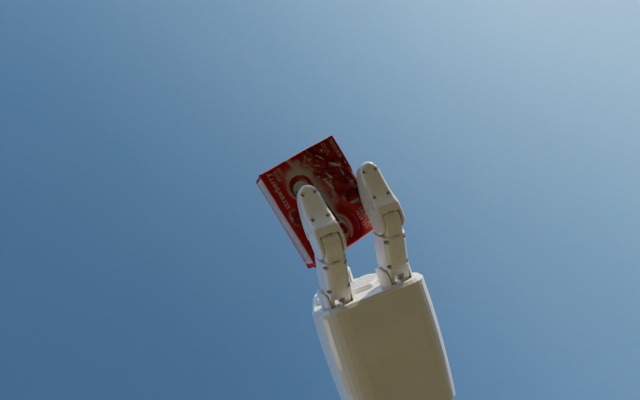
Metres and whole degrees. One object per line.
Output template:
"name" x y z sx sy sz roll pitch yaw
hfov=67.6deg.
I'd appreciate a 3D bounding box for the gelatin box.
"gelatin box" 0.000 0.001 0.403 0.073 0.089 0.030 -31 -1 -18
